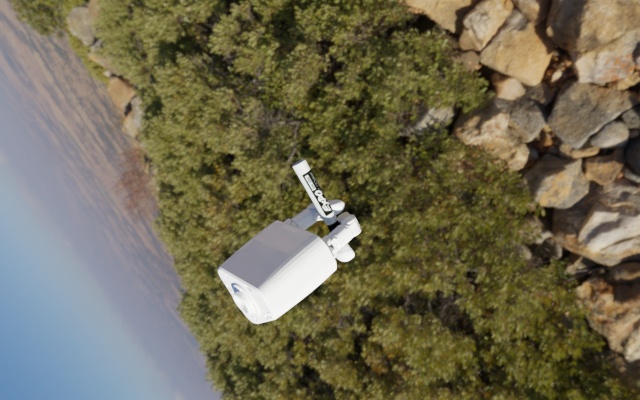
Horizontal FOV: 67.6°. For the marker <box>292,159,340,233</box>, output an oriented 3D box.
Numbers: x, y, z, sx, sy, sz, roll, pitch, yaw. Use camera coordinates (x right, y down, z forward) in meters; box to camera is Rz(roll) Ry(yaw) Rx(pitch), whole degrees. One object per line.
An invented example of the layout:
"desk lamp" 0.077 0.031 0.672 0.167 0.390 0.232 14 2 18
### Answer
"marker" 0.000 0.002 0.630 0.020 0.121 0.020 -27 15 8
